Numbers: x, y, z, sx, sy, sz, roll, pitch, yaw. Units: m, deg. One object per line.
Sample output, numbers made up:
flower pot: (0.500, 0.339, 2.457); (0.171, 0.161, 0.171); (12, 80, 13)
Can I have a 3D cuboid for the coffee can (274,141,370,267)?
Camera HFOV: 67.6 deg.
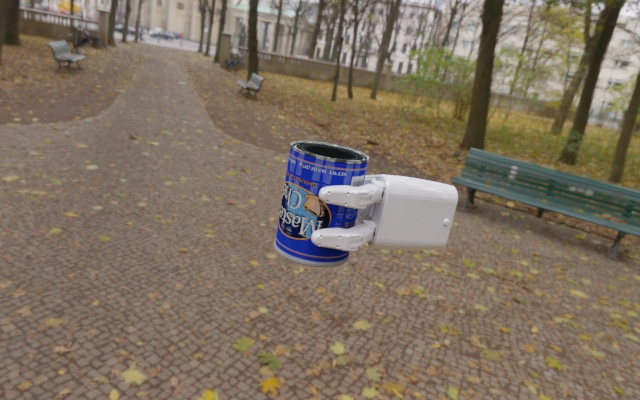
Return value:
coffee can: (0.000, 0.002, 0.624); (0.103, 0.140, 0.102); (10, 16, -3)
